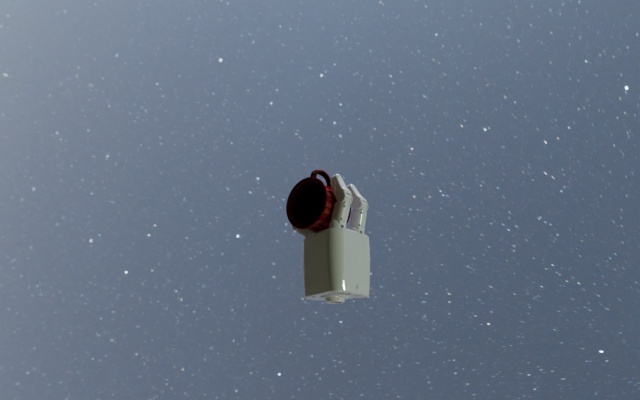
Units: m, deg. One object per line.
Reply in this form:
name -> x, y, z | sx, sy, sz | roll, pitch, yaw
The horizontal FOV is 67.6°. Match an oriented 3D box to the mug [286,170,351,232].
mug -> 0.000, 0.001, 0.852 | 0.093, 0.117, 0.081 | -14, -23, 37
